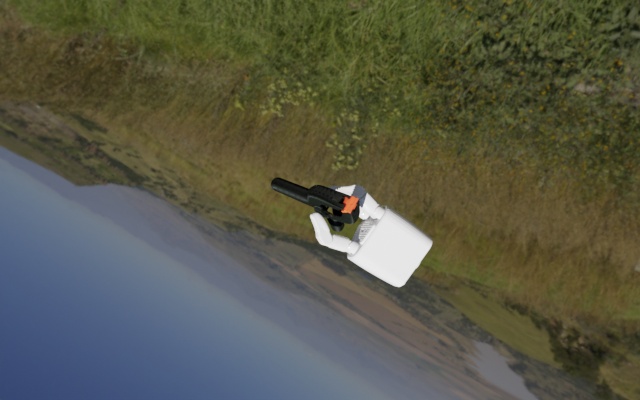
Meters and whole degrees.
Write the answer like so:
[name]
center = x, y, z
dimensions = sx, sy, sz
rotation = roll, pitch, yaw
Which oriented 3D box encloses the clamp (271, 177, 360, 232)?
[clamp]
center = 0.000, 0.003, 0.811
dimensions = 0.164, 0.036, 0.210
rotation = 32, -12, -11
